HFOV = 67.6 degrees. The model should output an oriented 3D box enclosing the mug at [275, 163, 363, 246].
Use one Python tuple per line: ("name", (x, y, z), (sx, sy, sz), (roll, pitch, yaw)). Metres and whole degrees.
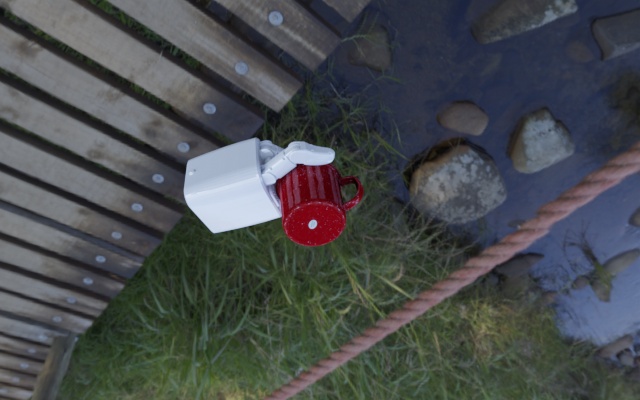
("mug", (0.002, 0.002, 0.626), (0.117, 0.093, 0.081), (-16, 42, 6))
